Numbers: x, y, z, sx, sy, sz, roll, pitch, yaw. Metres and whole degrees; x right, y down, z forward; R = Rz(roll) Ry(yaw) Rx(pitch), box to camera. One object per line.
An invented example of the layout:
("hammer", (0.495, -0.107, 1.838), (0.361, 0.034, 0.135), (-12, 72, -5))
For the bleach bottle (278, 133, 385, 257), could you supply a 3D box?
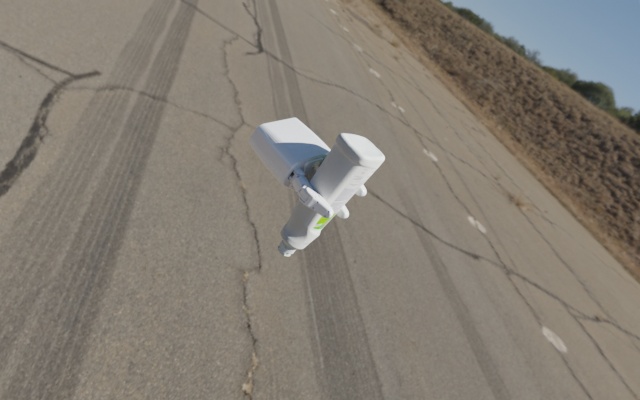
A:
("bleach bottle", (0.000, 0.003, 0.816), (0.068, 0.251, 0.102), (48, 25, 21))
